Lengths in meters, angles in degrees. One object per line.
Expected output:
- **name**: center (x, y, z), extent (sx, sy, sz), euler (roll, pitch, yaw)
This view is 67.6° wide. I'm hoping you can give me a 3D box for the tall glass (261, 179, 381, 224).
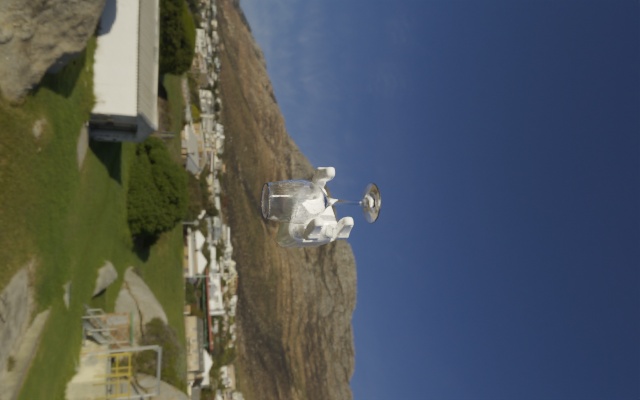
- **tall glass**: center (0.001, 0.003, 0.837), extent (0.201, 0.079, 0.079), euler (1, -1, -21)
